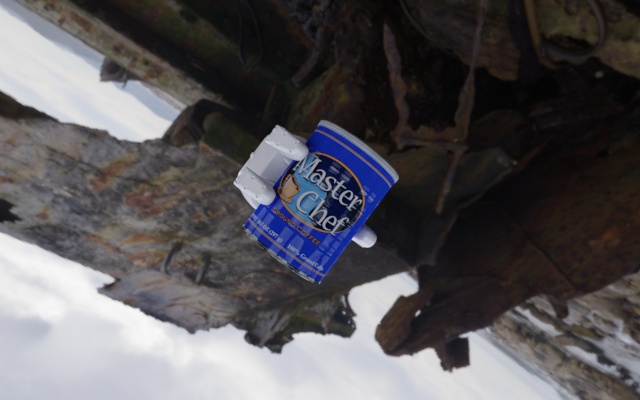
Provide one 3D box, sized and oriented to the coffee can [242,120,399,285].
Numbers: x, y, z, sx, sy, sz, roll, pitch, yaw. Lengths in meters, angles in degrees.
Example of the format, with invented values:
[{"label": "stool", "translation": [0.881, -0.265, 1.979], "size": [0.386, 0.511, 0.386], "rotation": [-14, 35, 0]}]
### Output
[{"label": "coffee can", "translation": [0.000, 0.002, 0.505], "size": [0.103, 0.140, 0.103], "rotation": [37, -1, 1]}]
